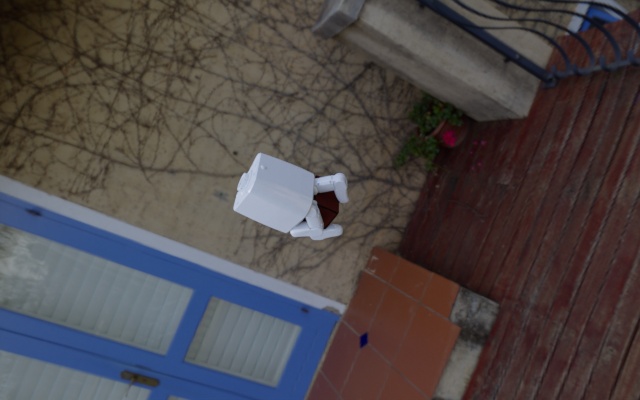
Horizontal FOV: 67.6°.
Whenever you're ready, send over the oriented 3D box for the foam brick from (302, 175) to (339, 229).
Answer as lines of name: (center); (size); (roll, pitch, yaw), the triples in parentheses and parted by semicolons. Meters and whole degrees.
foam brick: (0.000, 0.003, 0.875); (0.051, 0.078, 0.053); (23, -50, -18)
